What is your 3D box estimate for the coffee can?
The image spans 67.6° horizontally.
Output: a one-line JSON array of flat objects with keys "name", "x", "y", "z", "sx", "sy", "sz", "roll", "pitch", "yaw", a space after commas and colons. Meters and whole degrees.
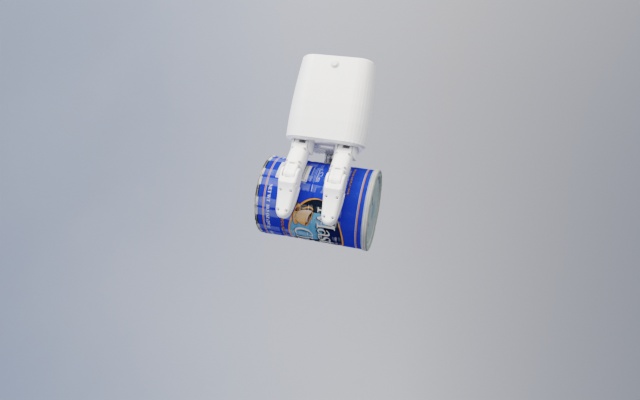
[{"name": "coffee can", "x": 0.000, "y": 0.002, "z": 0.608, "sx": 0.140, "sy": 0.103, "sz": 0.103, "roll": 9, "pitch": 2, "yaw": 13}]
